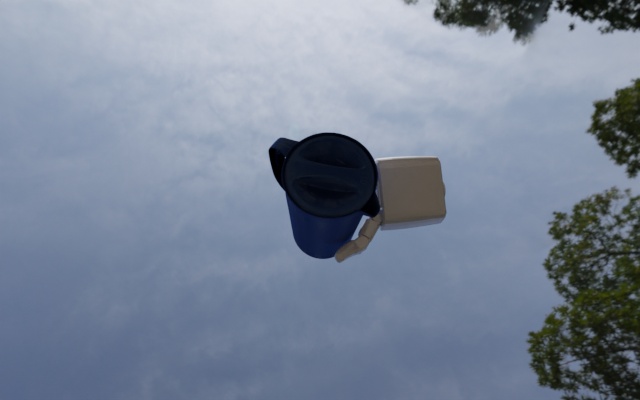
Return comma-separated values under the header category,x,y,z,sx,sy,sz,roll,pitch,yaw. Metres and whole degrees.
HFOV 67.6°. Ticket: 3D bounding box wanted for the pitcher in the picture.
category,x,y,z,sx,sy,sz,roll,pitch,yaw
pitcher,0.000,0.003,0.760,0.145,0.149,0.243,-7,-23,-6
